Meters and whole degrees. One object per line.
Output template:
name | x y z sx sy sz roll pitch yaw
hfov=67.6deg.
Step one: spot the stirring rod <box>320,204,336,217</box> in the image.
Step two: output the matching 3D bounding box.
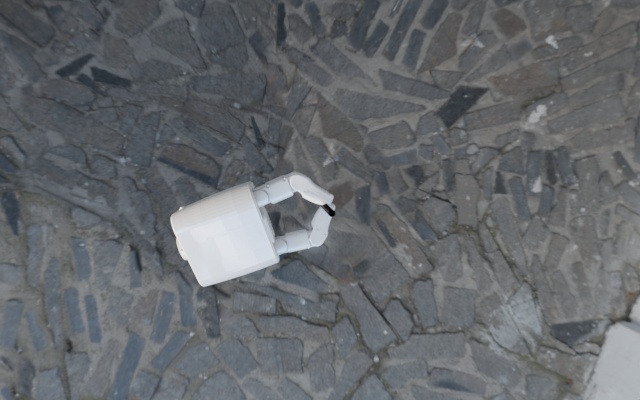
stirring rod | 0.000 0.002 0.654 0.011 0.011 0.239 0 6 -6
